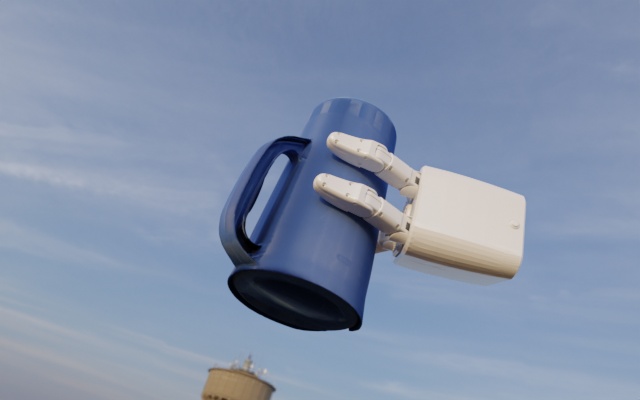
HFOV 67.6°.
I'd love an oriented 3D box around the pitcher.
[{"bbox_3d":[0.000,0.002,0.502,0.145,0.242,0.149,15,-33,6],"label":"pitcher"}]
